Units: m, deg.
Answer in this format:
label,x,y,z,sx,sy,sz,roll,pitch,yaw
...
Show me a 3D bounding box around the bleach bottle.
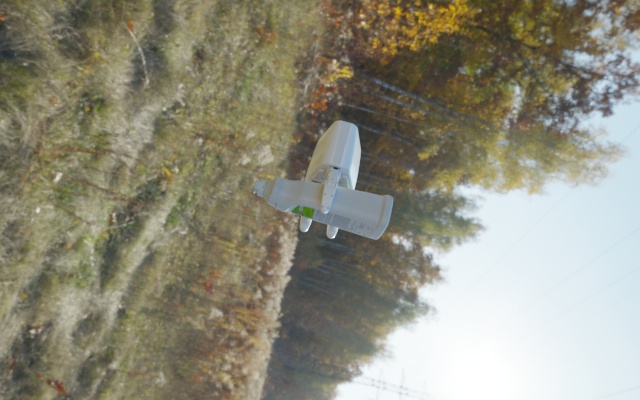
label,x,y,z,sx,sy,sz,roll,pitch,yaw
bleach bottle,0.000,0.003,0.889,0.251,0.068,0.103,15,-27,-1
